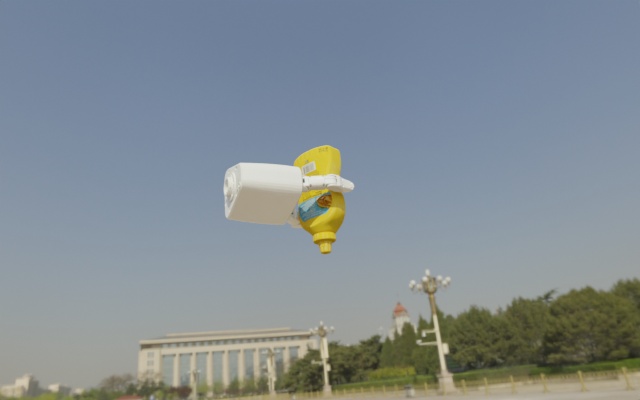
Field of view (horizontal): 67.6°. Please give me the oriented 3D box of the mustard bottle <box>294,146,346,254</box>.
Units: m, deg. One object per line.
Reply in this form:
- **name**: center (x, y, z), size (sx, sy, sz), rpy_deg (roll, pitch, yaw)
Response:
- **mustard bottle**: center (0.000, 0.003, 0.868), size (0.096, 0.191, 0.058), rpy_deg (-22, -26, 36)
